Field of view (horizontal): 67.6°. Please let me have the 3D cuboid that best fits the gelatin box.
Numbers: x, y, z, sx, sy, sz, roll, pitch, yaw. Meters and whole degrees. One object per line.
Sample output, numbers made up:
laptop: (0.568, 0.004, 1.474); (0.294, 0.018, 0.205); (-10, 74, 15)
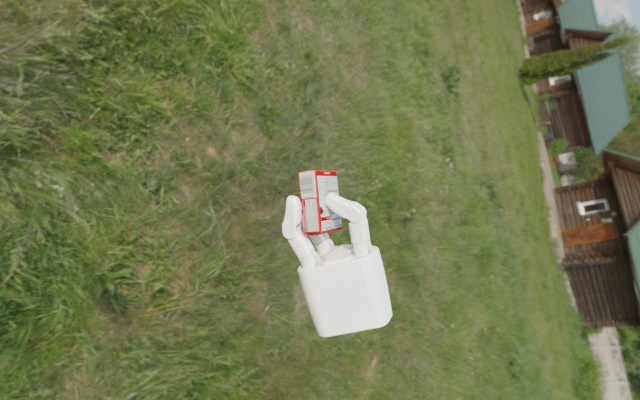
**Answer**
gelatin box: (0.000, 0.002, 0.680); (0.030, 0.089, 0.073); (-5, 0, 26)
